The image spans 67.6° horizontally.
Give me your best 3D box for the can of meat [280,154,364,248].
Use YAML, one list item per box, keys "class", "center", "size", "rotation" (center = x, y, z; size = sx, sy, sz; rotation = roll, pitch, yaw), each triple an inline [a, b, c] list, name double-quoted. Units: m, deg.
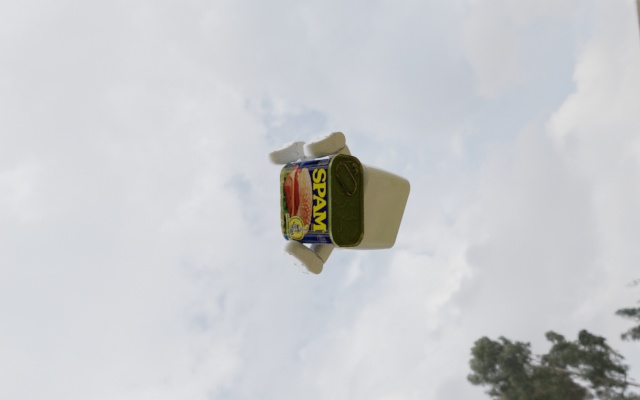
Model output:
- class: "can of meat"
  center: [0.000, 0.002, 0.550]
  size: [0.084, 0.102, 0.057]
  rotation: [-3, -3, 43]
